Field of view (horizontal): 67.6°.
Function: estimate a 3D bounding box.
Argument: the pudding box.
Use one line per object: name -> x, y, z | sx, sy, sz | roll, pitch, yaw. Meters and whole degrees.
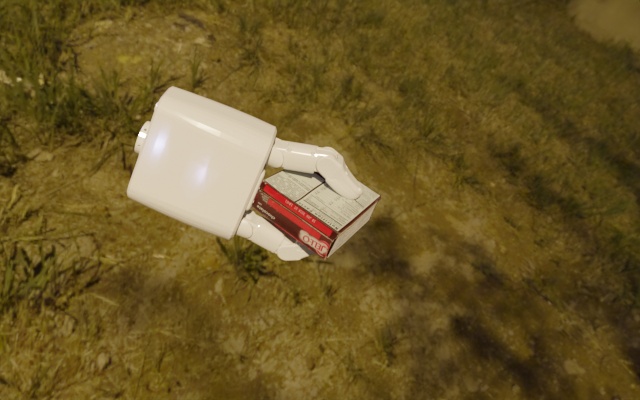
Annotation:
pudding box -> 0.000, 0.001, 0.480 | 0.090, 0.039, 0.113 | 36, 33, 13
